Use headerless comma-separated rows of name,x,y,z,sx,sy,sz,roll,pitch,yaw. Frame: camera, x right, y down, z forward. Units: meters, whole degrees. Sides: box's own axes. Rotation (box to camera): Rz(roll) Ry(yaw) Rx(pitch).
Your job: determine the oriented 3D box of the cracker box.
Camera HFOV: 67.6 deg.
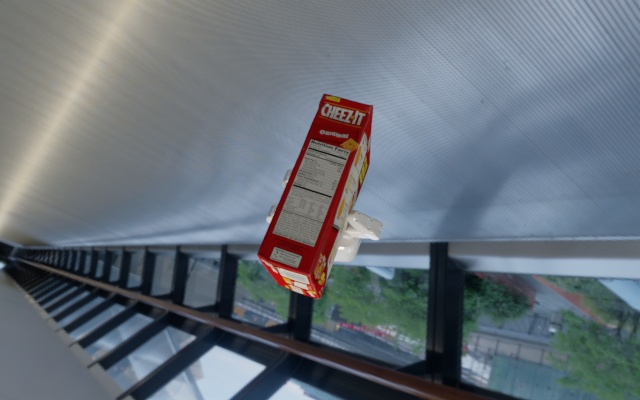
cracker box,0.000,0.002,0.599,0.072,0.213,0.164,18,-18,10
